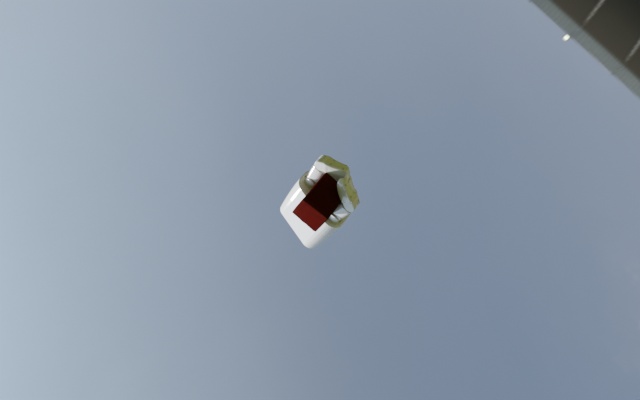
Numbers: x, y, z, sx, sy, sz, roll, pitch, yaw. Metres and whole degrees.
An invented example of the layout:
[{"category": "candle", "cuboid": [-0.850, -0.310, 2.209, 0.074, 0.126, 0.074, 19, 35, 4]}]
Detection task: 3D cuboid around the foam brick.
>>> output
[{"category": "foam brick", "cuboid": [0.000, 0.003, 0.799, 0.078, 0.053, 0.051, -50, 2, -39]}]
